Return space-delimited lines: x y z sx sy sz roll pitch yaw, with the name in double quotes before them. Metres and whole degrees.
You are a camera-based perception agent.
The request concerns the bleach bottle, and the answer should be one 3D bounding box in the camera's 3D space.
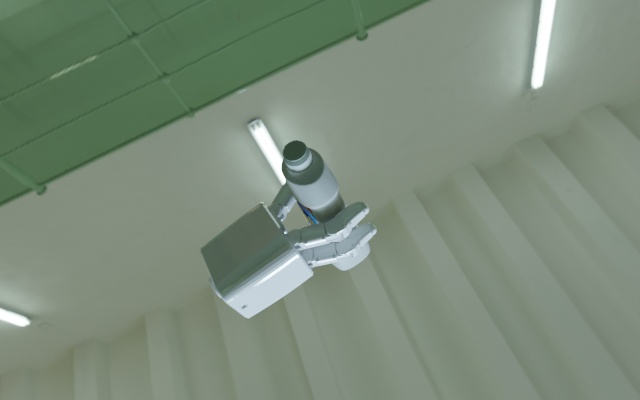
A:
"bleach bottle" 0.000 0.002 0.636 0.068 0.102 0.251 -36 -34 -5
